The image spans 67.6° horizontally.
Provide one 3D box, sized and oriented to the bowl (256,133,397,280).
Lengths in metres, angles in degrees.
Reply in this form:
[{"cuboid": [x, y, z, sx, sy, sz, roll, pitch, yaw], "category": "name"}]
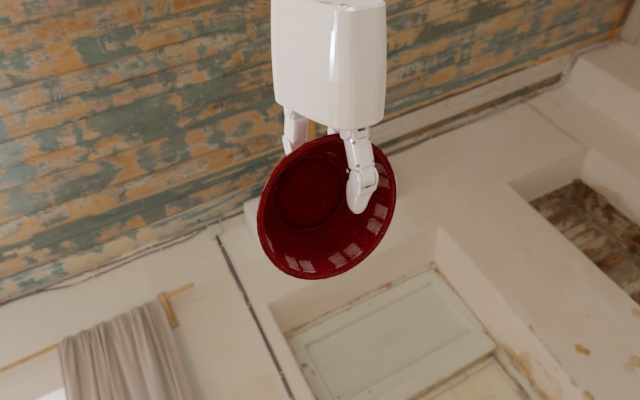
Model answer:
[{"cuboid": [0.000, 0.003, 0.513, 0.162, 0.162, 0.055, 0, 20, -28], "category": "bowl"}]
